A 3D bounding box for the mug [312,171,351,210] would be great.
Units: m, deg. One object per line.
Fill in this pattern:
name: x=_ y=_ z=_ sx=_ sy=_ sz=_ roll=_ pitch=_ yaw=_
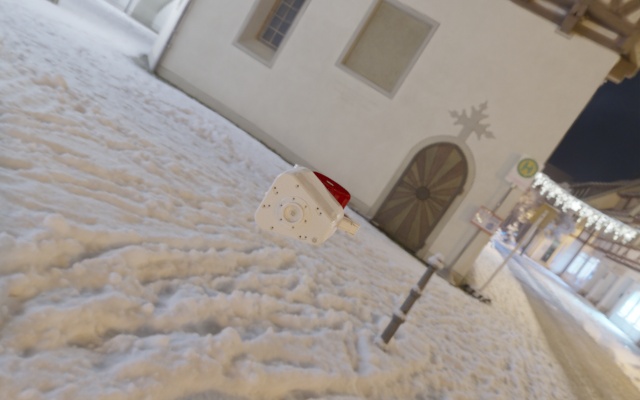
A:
mug: x=0.001 y=0.002 z=0.825 sx=0.093 sy=0.081 sz=0.117 roll=33 pitch=11 yaw=4
